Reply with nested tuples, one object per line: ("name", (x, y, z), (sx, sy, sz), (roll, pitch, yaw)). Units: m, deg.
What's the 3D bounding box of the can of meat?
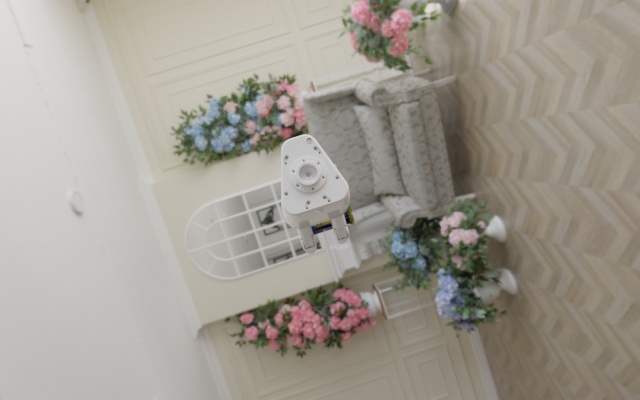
("can of meat", (0.000, 0.003, 0.785), (0.084, 0.102, 0.057), (-18, -7, -3))
